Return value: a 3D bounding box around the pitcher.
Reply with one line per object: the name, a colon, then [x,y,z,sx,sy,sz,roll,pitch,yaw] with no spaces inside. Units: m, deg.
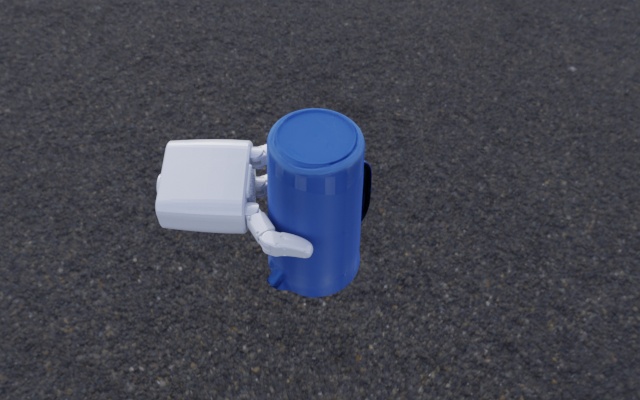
pitcher: [0.000,0.002,0.611,0.145,0.149,0.243,2,-40,0]
